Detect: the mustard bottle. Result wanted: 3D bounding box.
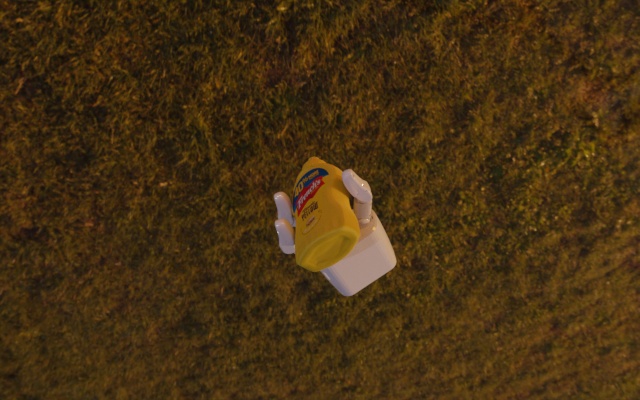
[{"bbox_3d":[0.000,0.002,0.687,0.058,0.191,0.096,29,-57,-30],"label":"mustard bottle"}]
